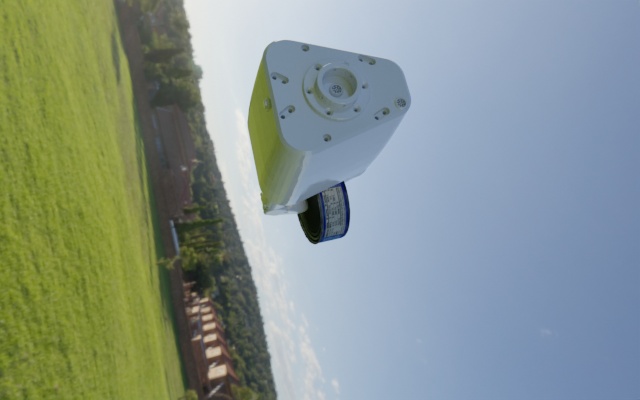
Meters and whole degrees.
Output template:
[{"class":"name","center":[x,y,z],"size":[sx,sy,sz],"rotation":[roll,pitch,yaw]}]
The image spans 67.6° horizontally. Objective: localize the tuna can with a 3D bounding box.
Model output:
[{"class":"tuna can","center":[0.001,0.002,0.509],"size":[0.034,0.086,0.086],"rotation":[-11,3,-19]}]
